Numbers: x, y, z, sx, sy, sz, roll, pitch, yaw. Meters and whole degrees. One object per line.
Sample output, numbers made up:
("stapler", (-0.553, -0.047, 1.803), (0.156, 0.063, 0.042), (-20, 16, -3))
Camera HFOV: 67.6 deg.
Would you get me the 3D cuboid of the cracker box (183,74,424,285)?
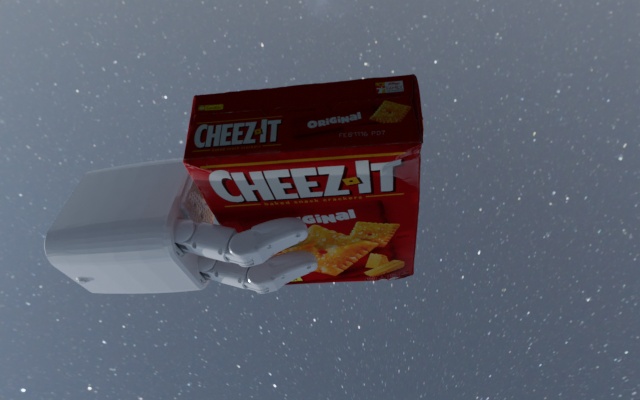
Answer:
("cracker box", (0.000, 0.001, 0.411), (0.164, 0.072, 0.214), (-4, -33, 6))
